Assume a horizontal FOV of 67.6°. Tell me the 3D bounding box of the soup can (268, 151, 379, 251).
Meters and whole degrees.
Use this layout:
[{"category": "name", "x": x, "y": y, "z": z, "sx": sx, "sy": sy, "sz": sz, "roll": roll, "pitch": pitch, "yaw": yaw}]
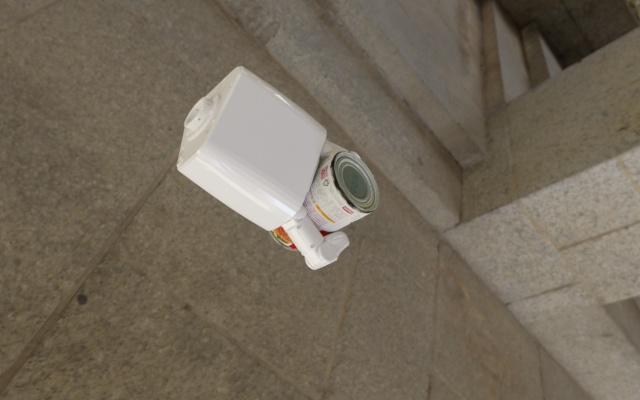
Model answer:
[{"category": "soup can", "x": 0.001, "y": 0.002, "z": 0.486, "sx": 0.102, "sy": 0.068, "sz": 0.068, "roll": -31, "pitch": -19, "yaw": 36}]
